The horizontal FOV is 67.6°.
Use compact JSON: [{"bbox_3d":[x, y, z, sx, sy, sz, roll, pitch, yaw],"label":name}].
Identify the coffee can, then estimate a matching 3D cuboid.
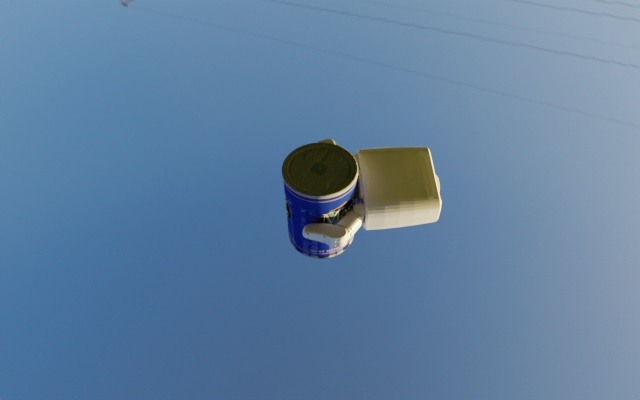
[{"bbox_3d":[0.000,0.002,0.690,0.103,0.102,0.140,0,-42,1],"label":"coffee can"}]
